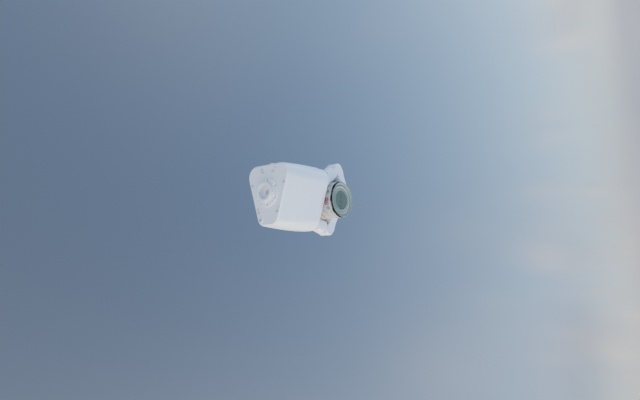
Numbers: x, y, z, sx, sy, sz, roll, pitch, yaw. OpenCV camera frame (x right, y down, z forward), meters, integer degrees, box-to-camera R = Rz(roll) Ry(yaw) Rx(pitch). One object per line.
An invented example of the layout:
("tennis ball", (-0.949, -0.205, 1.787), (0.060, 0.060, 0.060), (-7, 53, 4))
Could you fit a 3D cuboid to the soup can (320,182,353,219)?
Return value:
("soup can", (0.001, 0.003, 0.897), (0.102, 0.068, 0.068), (-7, -4, 37))
